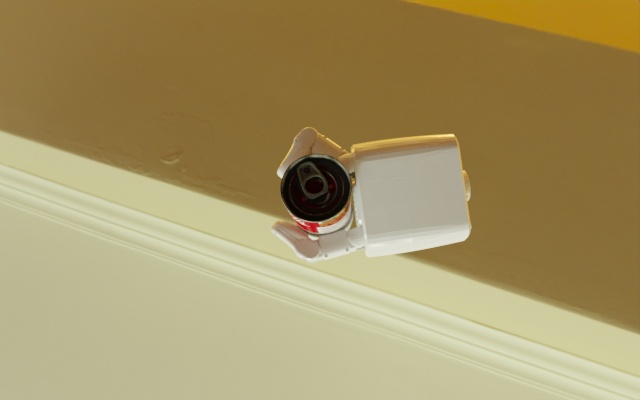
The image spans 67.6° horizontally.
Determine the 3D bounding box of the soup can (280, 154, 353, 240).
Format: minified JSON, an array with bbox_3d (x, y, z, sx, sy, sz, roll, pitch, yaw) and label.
[{"bbox_3d":[0.000,0.002,0.494,0.068,0.068,0.102,0,-16,5],"label":"soup can"}]
